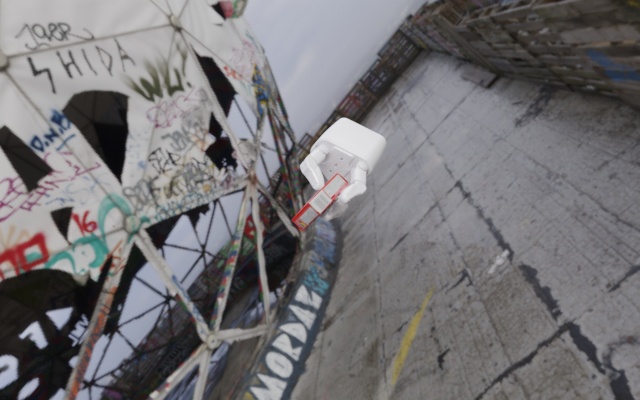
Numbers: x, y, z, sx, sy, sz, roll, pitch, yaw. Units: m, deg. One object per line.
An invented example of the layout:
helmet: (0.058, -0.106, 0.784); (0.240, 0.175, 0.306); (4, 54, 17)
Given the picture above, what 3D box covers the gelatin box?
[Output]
gelatin box: (0.000, 0.002, 0.794); (0.089, 0.030, 0.073); (-46, 1, -36)
